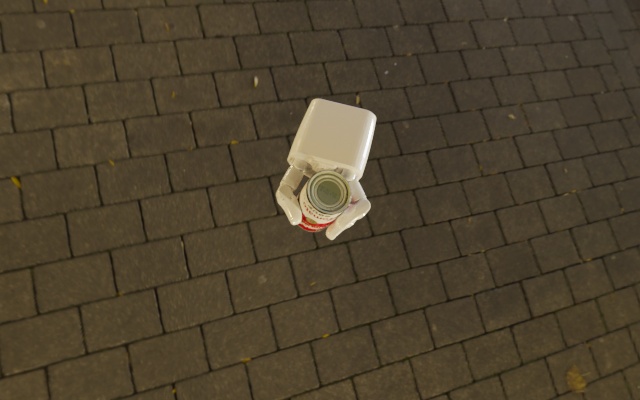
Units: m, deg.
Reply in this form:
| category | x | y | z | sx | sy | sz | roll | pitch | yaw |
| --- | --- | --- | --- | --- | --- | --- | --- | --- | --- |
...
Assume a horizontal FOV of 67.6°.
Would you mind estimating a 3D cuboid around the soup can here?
| category | x | y | z | sx | sy | sz | roll | pitch | yaw |
| --- | --- | --- | --- | --- | --- | --- | --- | --- | --- |
| soup can | 0.000 | 0.003 | 0.708 | 0.068 | 0.068 | 0.102 | 0 | -17 | -16 |
